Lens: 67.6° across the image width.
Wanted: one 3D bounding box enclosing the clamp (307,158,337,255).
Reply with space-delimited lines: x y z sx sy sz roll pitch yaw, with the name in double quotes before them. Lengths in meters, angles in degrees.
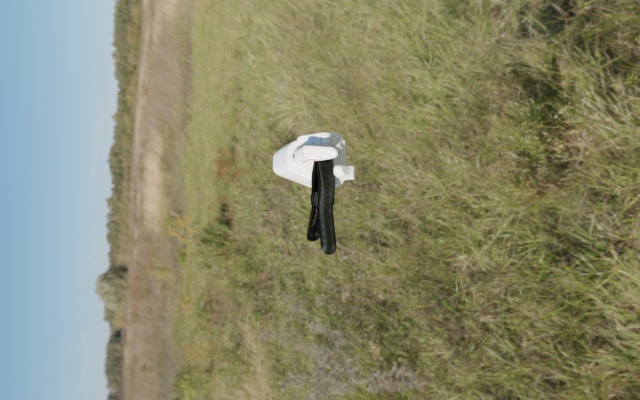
"clamp" 0.000 0.002 0.811 0.039 0.171 0.120 3 -3 -21
